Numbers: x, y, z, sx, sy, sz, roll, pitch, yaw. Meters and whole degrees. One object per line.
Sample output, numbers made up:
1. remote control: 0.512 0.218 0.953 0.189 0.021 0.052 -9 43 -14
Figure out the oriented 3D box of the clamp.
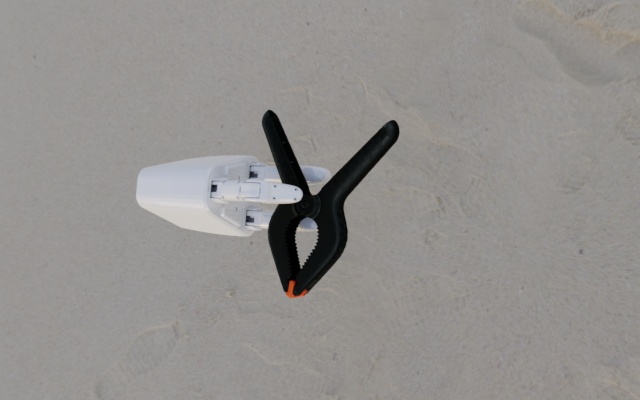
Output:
1. clamp: -0.001 0.002 0.515 0.164 0.210 0.036 2 -5 28
